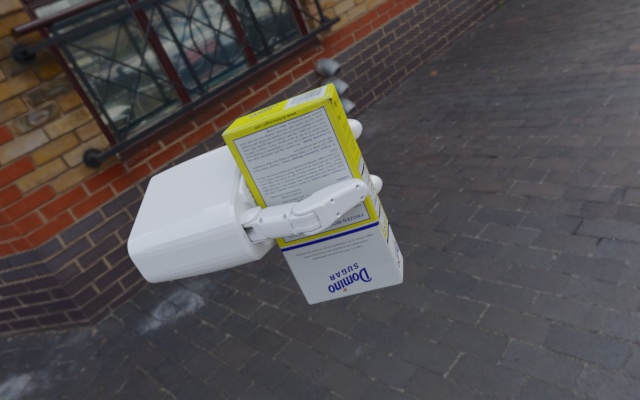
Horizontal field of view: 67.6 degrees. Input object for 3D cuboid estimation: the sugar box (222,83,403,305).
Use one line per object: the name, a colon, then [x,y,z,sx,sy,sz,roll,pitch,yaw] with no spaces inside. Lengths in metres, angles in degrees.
sugar box: [0.000,0.001,0.408,0.093,0.176,0.048,-16,26,17]
